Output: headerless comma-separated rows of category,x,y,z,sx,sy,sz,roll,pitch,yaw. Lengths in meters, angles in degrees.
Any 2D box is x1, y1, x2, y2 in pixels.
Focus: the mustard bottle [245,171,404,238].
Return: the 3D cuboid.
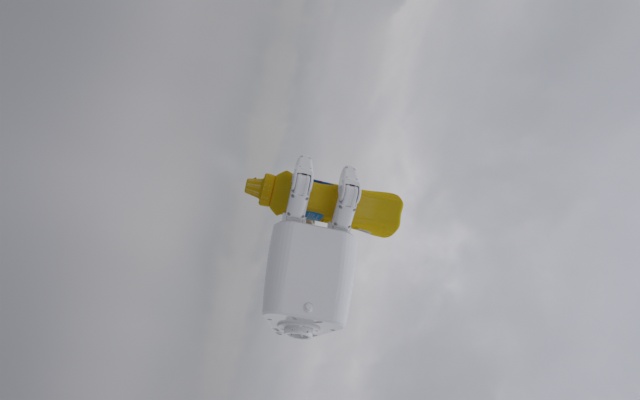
mustard bottle,0.000,0.002,0.604,0.191,0.058,0.096,12,-4,-8
